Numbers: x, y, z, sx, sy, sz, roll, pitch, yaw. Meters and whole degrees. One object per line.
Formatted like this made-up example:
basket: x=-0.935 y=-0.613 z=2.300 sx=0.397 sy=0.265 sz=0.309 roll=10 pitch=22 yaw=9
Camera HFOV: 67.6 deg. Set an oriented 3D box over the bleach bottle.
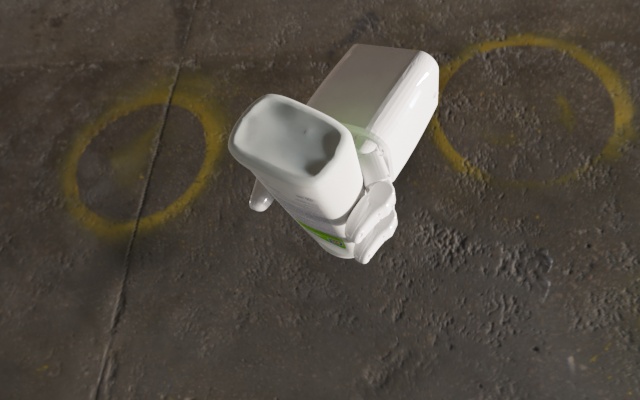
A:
bleach bottle: x=0.000 y=0.002 z=0.483 sx=0.102 sy=0.068 sz=0.251 roll=27 pitch=-15 yaw=22
